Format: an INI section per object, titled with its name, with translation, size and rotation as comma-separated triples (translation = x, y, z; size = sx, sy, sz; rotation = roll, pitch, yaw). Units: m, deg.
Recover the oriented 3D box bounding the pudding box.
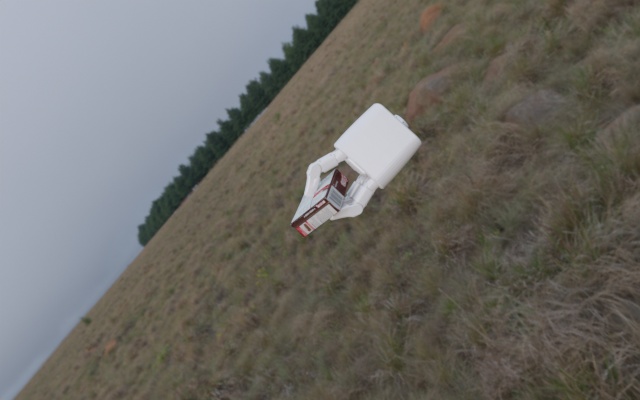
[pudding box]
translation = 0.000, 0.003, 0.843
size = 0.090, 0.039, 0.113
rotation = -39, 14, 28
